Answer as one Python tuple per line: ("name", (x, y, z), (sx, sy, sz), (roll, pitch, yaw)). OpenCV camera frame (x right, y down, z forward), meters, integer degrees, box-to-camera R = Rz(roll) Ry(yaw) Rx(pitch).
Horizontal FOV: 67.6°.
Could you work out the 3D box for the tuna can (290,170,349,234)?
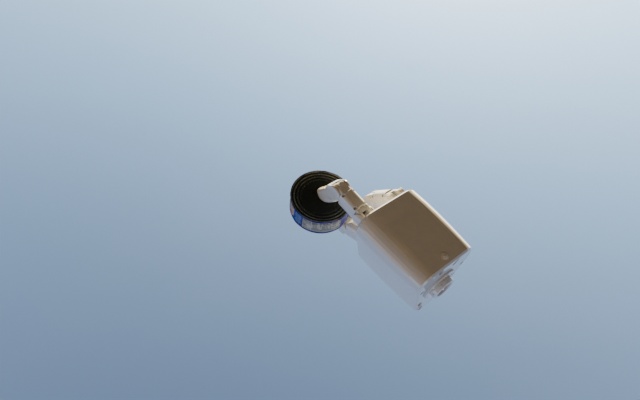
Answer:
("tuna can", (0.000, 0.002, 0.659), (0.086, 0.086, 0.034), (0, -35, -7))
